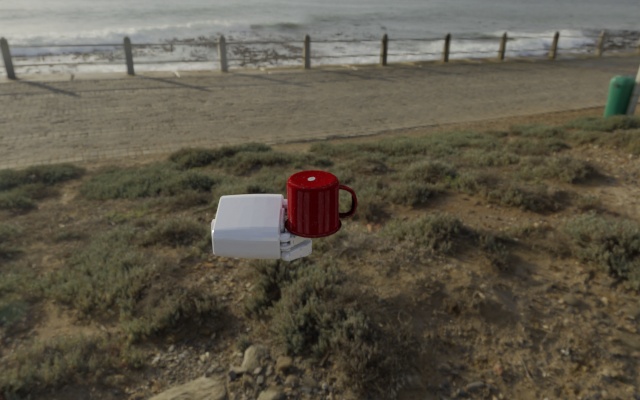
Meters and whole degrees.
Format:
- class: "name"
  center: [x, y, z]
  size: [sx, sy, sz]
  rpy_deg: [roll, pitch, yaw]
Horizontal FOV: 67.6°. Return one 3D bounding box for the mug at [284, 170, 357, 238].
- class: "mug"
  center: [0.002, 0.002, 0.758]
  size: [0.117, 0.081, 0.093]
  rpy_deg: [0, 24, 0]
